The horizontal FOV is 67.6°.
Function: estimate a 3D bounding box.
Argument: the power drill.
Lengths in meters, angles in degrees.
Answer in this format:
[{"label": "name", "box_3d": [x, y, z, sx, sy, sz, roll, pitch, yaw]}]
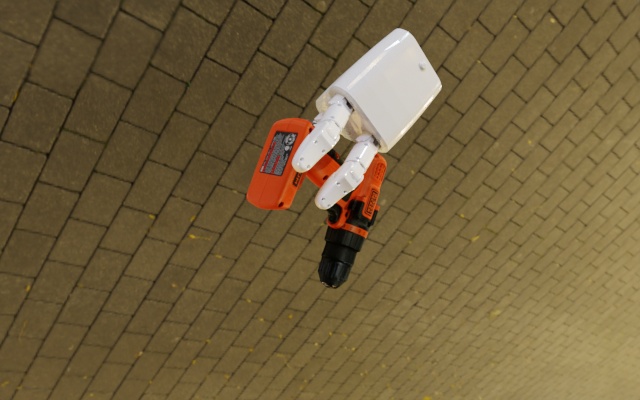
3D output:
[{"label": "power drill", "box_3d": [0.000, 0.001, 0.567, 0.057, 0.184, 0.188, 10, -13, 38]}]
